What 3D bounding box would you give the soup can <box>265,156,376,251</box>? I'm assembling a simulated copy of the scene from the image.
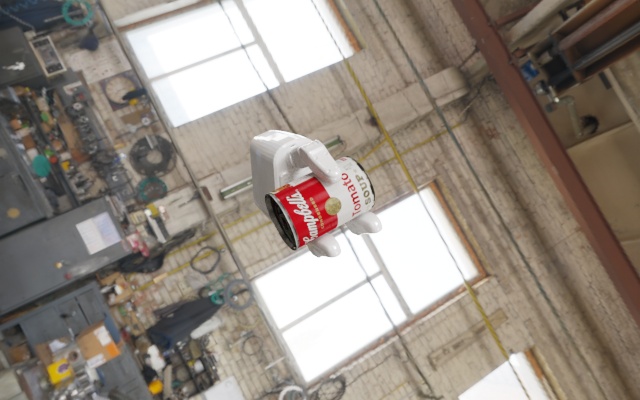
[{"bbox_3d":[0.001,0.002,0.521,0.102,0.068,0.068,-27,9,-18],"label":"soup can"}]
